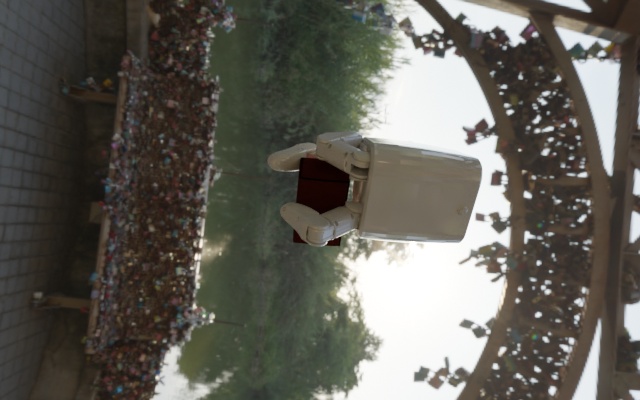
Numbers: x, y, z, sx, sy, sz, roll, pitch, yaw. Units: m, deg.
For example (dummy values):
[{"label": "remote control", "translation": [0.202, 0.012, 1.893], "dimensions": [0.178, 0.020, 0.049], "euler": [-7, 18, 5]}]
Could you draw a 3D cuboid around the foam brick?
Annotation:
[{"label": "foam brick", "translation": [0.000, 0.002, 0.500], "dimensions": [0.051, 0.078, 0.053], "euler": [5, 29, -3]}]
